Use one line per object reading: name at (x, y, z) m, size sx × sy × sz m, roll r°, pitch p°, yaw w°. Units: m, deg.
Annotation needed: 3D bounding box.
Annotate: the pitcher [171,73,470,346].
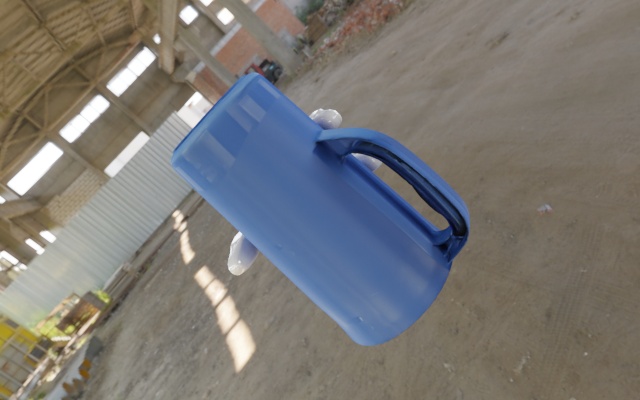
pitcher at (0.000, 0.001, 0.423) m, size 0.243 × 0.149 × 0.145 m, roll 43°, pitch -8°, yaw -15°
